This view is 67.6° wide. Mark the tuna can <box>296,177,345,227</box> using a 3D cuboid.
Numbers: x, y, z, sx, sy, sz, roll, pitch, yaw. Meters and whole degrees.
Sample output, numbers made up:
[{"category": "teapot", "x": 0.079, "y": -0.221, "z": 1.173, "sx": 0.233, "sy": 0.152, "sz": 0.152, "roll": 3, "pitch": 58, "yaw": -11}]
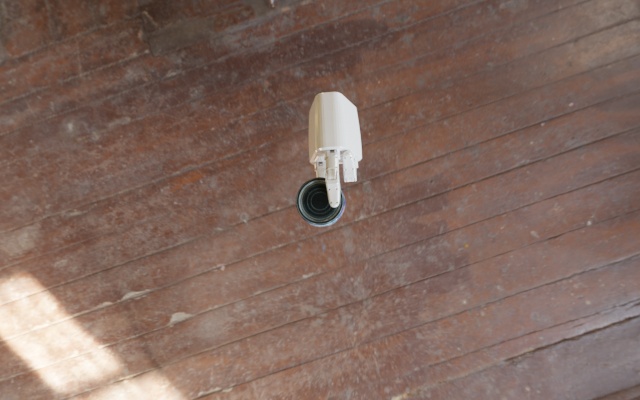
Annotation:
[{"category": "tuna can", "x": 0.000, "y": 0.003, "z": 0.838, "sx": 0.086, "sy": 0.086, "sz": 0.034, "roll": 0, "pitch": -7, "yaw": 5}]
